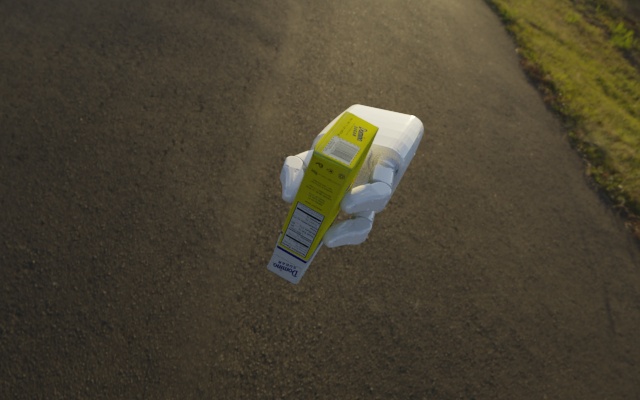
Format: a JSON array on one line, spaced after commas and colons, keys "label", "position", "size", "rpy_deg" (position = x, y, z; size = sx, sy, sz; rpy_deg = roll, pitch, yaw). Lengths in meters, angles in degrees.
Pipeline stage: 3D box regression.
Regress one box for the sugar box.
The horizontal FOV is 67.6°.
[{"label": "sugar box", "position": [0.001, 0.002, 0.511], "size": [0.048, 0.176, 0.093], "rpy_deg": [27, 41, 7]}]
